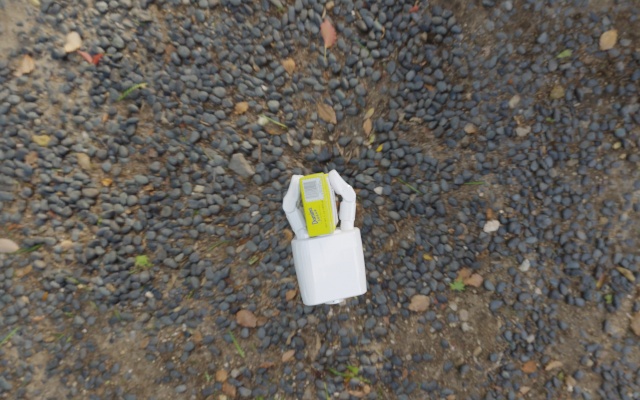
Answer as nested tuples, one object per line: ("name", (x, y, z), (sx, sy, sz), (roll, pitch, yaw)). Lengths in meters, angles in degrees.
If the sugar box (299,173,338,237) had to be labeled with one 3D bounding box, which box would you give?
("sugar box", (0.000, 0.003, 0.796), (0.048, 0.093, 0.176), (-9, 2, 2))
